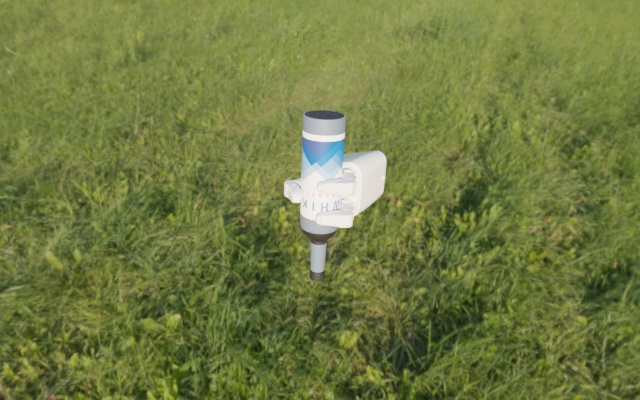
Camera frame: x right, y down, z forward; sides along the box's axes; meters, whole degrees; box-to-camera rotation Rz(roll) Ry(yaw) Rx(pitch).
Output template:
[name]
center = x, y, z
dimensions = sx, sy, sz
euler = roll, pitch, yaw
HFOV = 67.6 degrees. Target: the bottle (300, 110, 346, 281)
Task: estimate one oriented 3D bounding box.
[bottle]
center = 0.000, 0.002, 0.796
dimensions = 0.069, 0.296, 0.069
euler = 2, 23, -1
